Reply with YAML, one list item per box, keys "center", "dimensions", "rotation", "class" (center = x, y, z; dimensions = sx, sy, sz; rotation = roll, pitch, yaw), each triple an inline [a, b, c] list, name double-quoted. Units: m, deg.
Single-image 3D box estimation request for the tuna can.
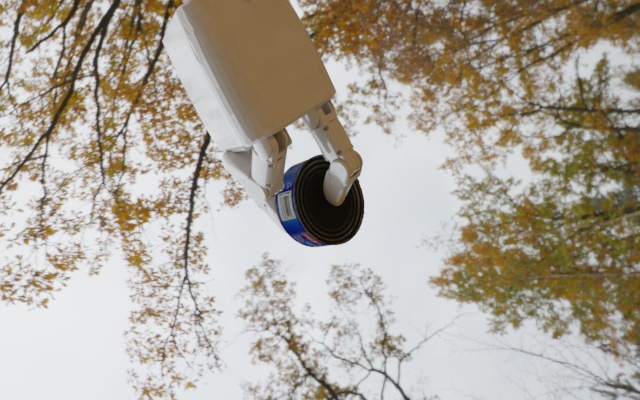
- center: [0.000, 0.002, 0.454]
  dimensions: [0.086, 0.086, 0.034]
  rotation: [0, -10, -40]
  class: "tuna can"
